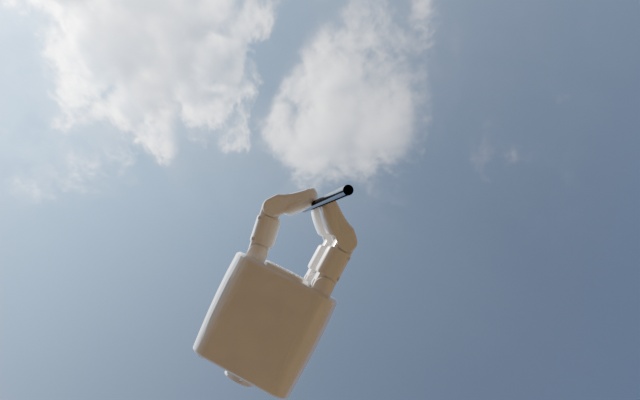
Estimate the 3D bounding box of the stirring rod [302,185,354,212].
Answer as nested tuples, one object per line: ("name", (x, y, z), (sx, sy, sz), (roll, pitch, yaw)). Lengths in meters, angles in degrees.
("stirring rod", (0.000, 0.002, 0.465), (0.011, 0.011, 0.239), (0, -4, -10))
